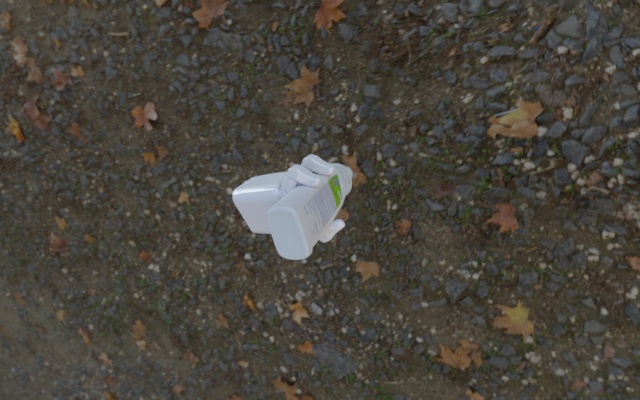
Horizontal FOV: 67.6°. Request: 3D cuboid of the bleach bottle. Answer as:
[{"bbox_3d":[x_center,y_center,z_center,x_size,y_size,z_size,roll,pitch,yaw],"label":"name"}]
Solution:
[{"bbox_3d":[0.000,0.003,0.874,0.068,0.103,0.250,-3,22,30],"label":"bleach bottle"}]
